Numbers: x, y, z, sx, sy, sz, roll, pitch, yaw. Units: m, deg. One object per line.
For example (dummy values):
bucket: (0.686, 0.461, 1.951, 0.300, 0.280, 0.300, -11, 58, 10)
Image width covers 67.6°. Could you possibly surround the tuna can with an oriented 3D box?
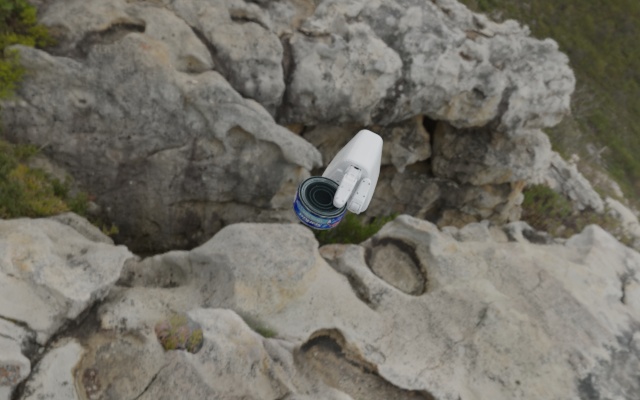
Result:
tuna can: (0.000, 0.002, 0.768, 0.086, 0.086, 0.034, 0, -36, -22)
